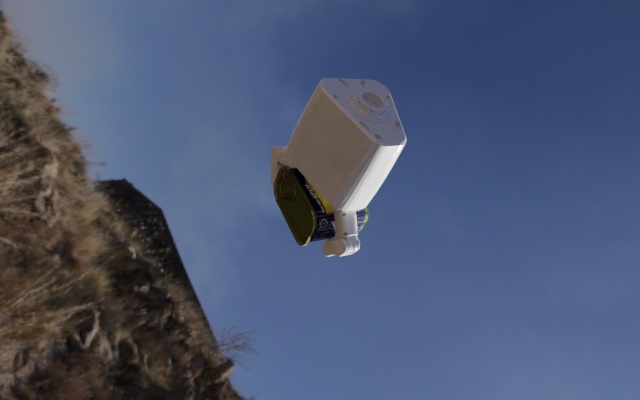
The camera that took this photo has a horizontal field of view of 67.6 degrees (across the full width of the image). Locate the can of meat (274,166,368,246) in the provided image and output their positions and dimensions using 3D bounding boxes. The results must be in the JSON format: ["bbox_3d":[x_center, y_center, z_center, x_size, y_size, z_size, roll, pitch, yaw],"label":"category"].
[{"bbox_3d":[0.000,0.002,0.605,0.084,0.102,0.057,-7,-39,-32],"label":"can of meat"}]
